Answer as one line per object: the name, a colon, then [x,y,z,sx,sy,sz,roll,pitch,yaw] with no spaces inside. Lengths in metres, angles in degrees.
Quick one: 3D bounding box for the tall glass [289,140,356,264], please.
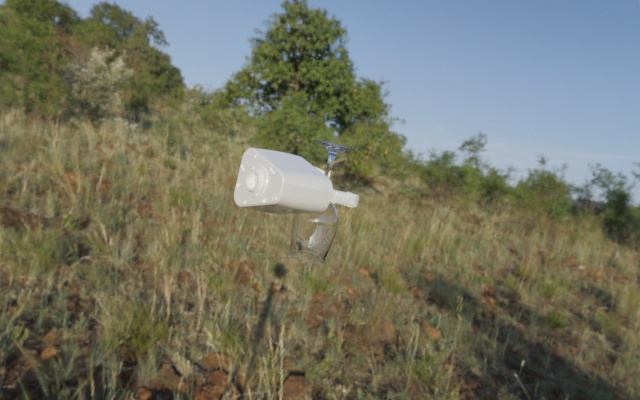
tall glass: [0.000,0.002,0.812,0.079,0.201,0.079,14,5,-1]
